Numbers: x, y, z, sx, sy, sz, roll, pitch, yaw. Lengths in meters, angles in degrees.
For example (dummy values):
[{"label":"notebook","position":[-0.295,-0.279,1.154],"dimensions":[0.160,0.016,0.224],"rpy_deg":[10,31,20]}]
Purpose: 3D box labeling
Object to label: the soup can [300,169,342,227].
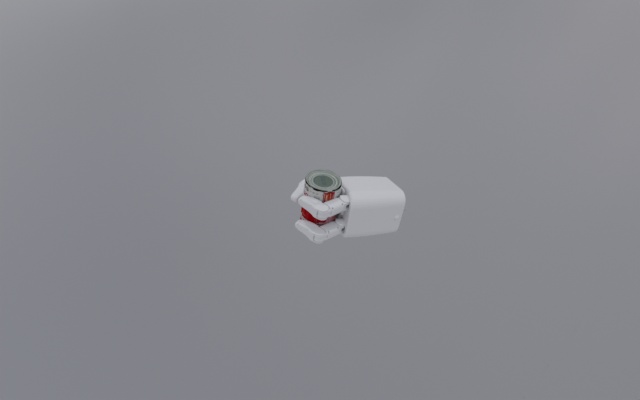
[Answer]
[{"label":"soup can","position":[0.000,0.003,0.871],"dimensions":[0.068,0.102,0.068],"rpy_deg":[5,38,-4]}]
